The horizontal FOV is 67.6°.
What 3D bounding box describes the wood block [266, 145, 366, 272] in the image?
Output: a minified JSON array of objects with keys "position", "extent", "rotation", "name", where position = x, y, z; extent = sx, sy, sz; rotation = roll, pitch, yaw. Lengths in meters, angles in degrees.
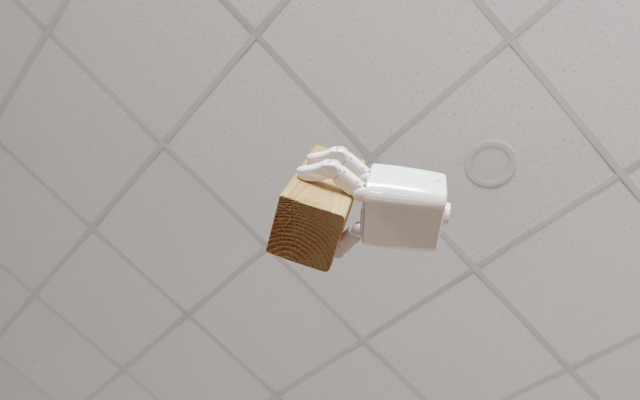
[{"position":[0.000,0.003,0.701],"extent":[0.090,0.091,0.206],"rotation":[18,27,5],"name":"wood block"}]
